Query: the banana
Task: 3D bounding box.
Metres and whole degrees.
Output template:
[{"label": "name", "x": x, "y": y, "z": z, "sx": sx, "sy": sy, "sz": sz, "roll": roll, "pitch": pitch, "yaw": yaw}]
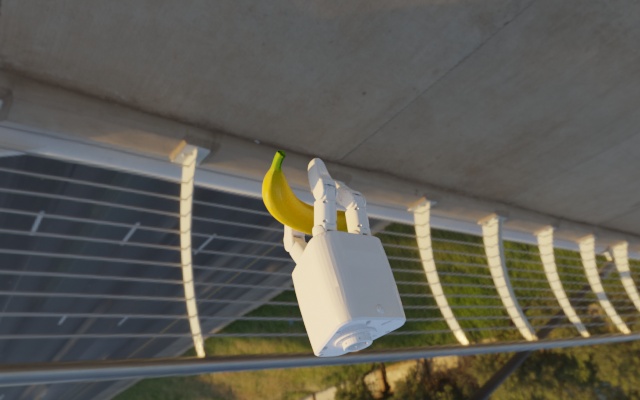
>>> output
[{"label": "banana", "x": -0.016, "y": 0.011, "z": 0.612, "sx": 0.069, "sy": 0.037, "sz": 0.198, "roll": -35, "pitch": -39, "yaw": 13}]
